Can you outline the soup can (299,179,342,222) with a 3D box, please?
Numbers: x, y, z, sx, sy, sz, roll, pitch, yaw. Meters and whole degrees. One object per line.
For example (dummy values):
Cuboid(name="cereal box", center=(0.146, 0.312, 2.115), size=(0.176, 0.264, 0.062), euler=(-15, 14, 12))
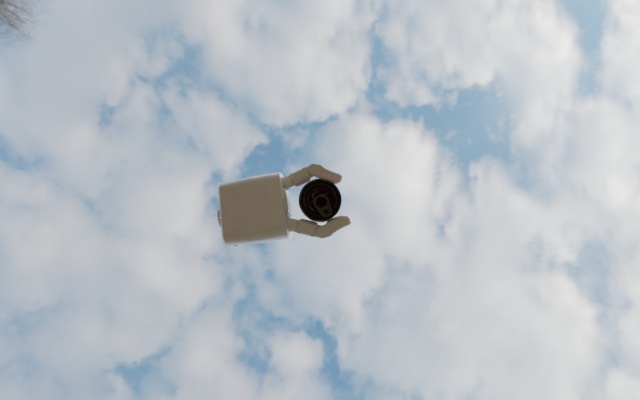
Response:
Cuboid(name="soup can", center=(0.001, 0.002, 0.798), size=(0.068, 0.068, 0.102), euler=(0, -4, 1))
